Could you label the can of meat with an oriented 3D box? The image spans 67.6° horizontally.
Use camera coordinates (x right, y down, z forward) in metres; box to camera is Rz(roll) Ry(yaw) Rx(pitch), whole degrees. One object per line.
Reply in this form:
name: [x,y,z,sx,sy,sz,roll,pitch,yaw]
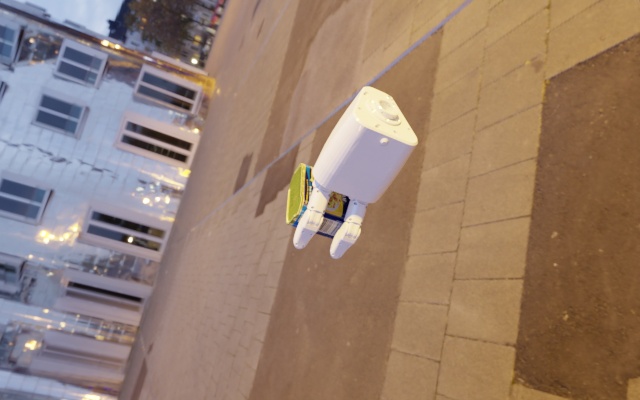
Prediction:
can of meat: [0.000,0.002,0.685,0.084,0.102,0.057,19,-47,-19]
